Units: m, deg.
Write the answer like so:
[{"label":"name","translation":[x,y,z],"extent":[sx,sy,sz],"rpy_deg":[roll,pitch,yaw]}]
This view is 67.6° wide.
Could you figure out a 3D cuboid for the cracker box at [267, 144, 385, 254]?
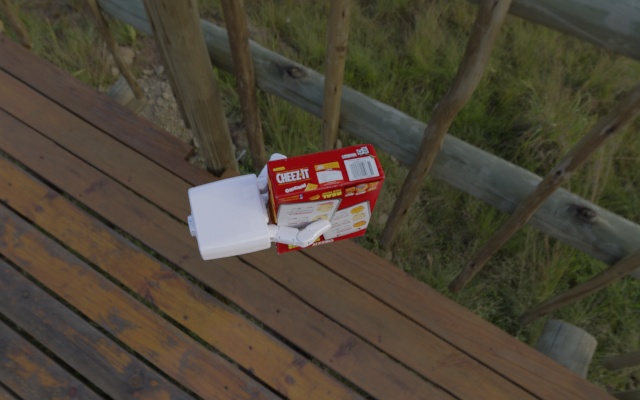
[{"label":"cracker box","translation":[0.000,0.003,0.777],"extent":[0.164,0.072,0.214],"rpy_deg":[-11,-26,-10]}]
